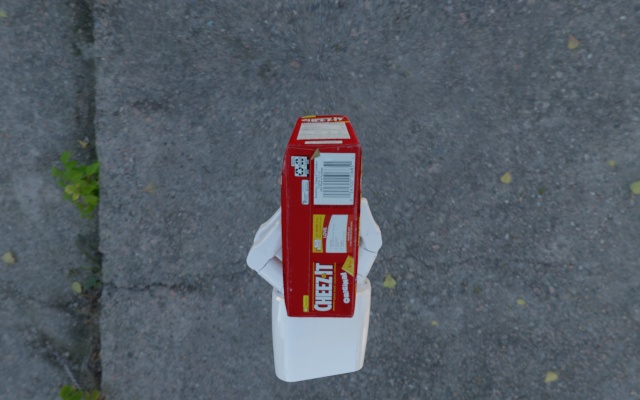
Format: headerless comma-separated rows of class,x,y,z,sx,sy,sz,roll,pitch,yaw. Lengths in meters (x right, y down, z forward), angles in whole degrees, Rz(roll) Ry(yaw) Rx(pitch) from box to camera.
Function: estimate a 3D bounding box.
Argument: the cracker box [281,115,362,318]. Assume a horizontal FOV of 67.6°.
cracker box,0.000,0.002,0.515,0.072,0.164,0.213,0,16,0
